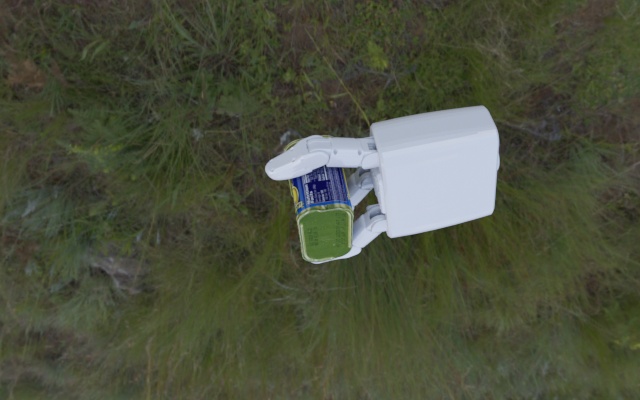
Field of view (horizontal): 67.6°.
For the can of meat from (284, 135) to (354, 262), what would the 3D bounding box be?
[{"bbox_3d":[0.000,0.002,0.473,0.057,0.084,0.102,-9,-34,-3],"label":"can of meat"}]
